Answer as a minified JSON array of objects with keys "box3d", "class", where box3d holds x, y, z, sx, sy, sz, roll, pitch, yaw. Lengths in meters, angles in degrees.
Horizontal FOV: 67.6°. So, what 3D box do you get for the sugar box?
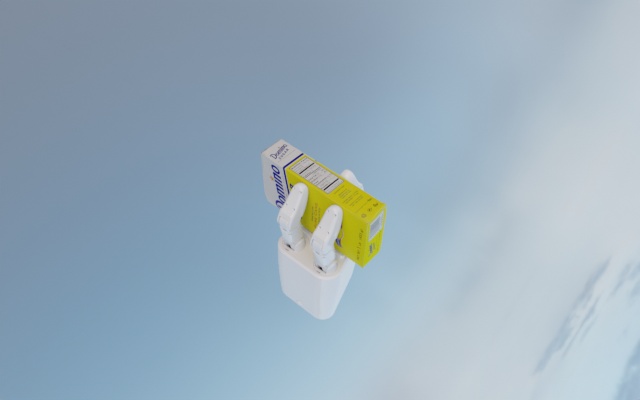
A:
[{"box3d":[0.000,0.002,0.614,0.176,0.093,0.048,31,54,25],"class":"sugar box"}]
